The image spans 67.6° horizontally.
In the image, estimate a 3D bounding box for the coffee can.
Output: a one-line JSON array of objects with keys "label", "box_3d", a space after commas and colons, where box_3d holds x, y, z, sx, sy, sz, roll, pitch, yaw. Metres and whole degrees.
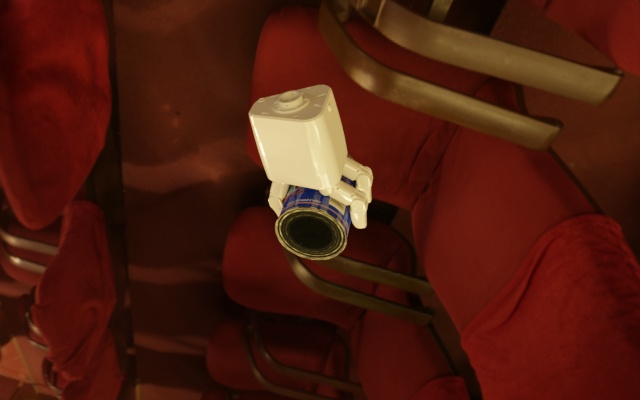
[{"label": "coffee can", "box_3d": [0.000, 0.002, 0.710, 0.103, 0.103, 0.140, 0, 41, 15]}]
